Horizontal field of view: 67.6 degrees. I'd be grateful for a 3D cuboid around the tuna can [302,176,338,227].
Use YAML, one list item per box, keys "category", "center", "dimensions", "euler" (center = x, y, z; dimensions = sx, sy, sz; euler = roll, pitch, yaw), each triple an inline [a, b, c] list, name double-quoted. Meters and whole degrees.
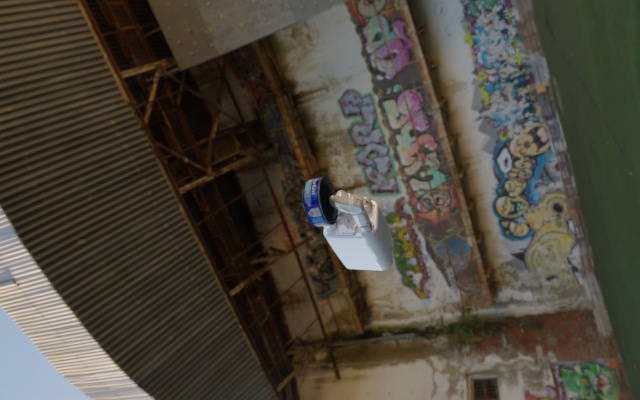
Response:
- category: "tuna can"
  center: [0.000, 0.003, 0.837]
  dimensions: [0.034, 0.086, 0.086]
  euler: [-10, -4, 21]
